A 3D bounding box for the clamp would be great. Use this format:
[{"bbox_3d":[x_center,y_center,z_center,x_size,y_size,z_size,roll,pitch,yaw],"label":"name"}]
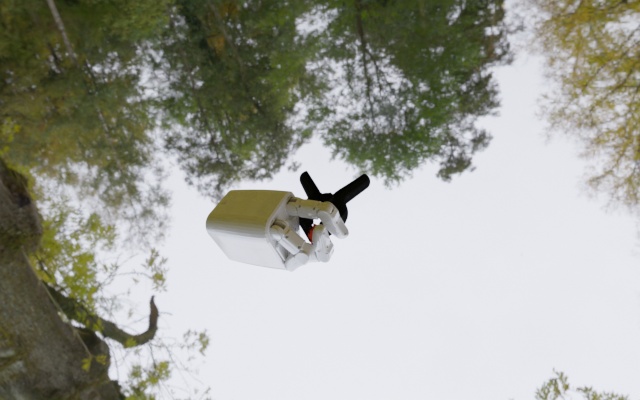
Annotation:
[{"bbox_3d":[0.000,0.003,0.759,0.120,0.039,0.171,4,34,24],"label":"clamp"}]
